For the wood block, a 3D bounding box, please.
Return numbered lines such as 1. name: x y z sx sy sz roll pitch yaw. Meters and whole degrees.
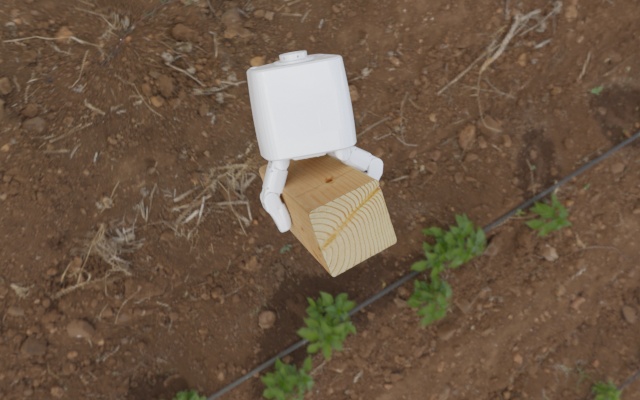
1. wood block: 0.000 0.002 0.625 0.091 0.090 0.206 -26 25 -13
